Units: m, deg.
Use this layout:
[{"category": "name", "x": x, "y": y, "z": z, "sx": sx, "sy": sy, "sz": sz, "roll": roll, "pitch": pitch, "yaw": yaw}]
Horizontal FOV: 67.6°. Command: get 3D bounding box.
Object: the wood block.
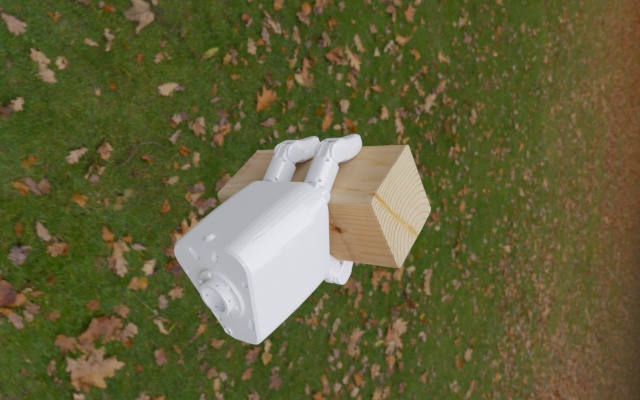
[{"category": "wood block", "x": 0.000, "y": 0.002, "z": 0.526, "sx": 0.206, "sy": 0.091, "sz": 0.090, "roll": 3, "pitch": 43, "yaw": 38}]
